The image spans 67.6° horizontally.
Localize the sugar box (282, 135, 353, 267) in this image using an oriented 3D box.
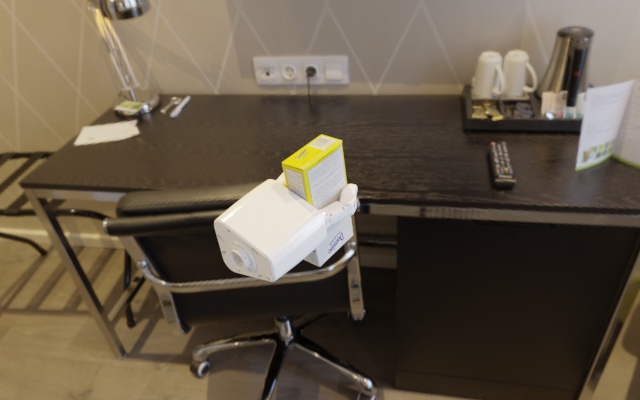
[{"bbox_3d":[0.000,0.002,0.710,0.048,0.176,0.093,22,44,33],"label":"sugar box"}]
